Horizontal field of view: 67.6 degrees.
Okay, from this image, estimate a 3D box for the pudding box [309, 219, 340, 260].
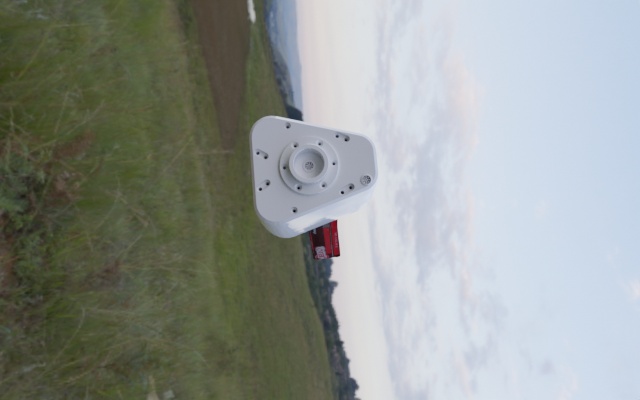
[{"bbox_3d":[0.000,0.002,0.579,0.039,0.113,0.090,-4,-36,1],"label":"pudding box"}]
